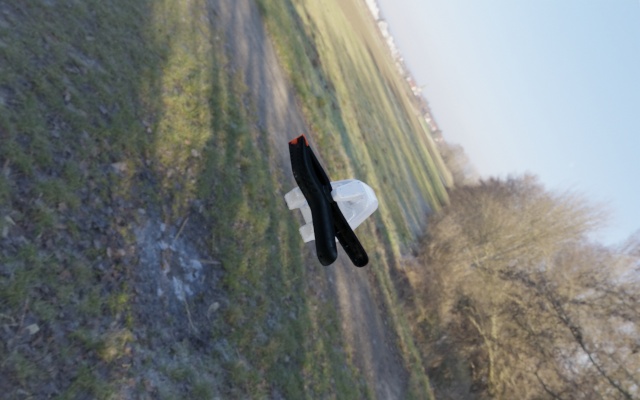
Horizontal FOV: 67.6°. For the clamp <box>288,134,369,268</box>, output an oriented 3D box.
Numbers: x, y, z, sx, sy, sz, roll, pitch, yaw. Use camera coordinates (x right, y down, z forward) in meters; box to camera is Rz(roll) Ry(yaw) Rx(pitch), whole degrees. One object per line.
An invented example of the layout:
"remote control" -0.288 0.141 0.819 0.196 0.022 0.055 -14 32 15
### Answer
"clamp" 0.001 0.001 0.664 0.036 0.210 0.164 -27 -10 14
